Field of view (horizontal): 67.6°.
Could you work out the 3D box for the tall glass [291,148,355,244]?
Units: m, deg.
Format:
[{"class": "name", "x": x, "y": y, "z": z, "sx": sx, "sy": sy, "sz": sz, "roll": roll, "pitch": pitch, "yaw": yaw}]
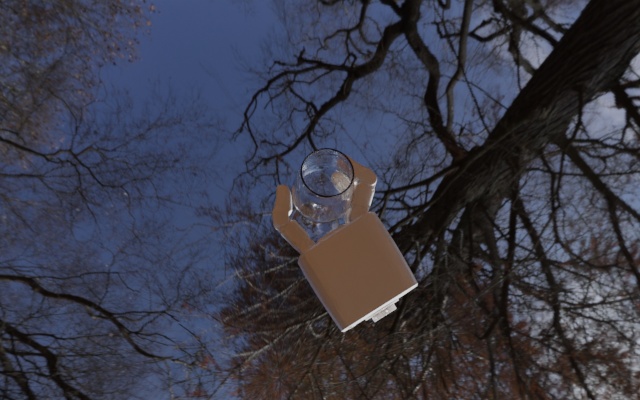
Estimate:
[{"class": "tall glass", "x": 0.000, "y": 0.002, "z": 0.634, "sx": 0.079, "sy": 0.079, "sz": 0.201, "roll": 0, "pitch": -20, "yaw": -5}]
